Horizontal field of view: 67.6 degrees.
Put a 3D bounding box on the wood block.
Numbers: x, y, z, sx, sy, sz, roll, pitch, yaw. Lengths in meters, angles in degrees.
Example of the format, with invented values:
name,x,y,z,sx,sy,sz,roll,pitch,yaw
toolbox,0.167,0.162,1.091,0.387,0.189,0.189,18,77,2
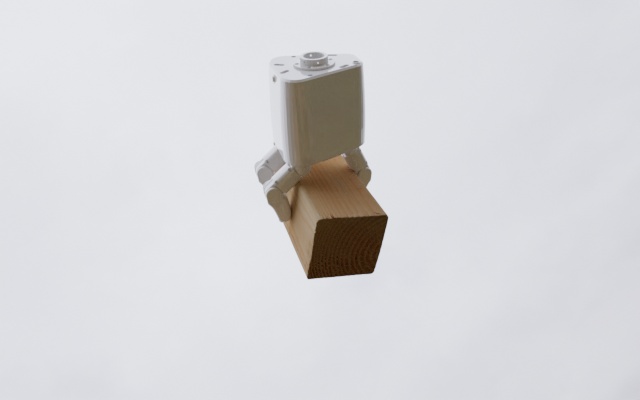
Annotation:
name,x,y,z,sx,sy,sz,roll,pitch,yaw
wood block,0.000,0.002,0.636,0.091,0.090,0.206,-2,33,-20
